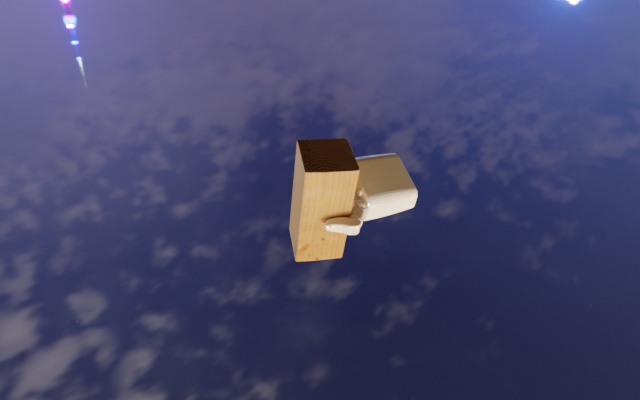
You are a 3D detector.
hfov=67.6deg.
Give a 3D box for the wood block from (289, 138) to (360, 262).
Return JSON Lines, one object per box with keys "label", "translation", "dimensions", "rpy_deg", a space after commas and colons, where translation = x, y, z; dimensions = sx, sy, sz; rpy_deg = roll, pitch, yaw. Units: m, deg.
{"label": "wood block", "translation": [0.001, 0.003, 0.834], "dimensions": [0.090, 0.206, 0.090], "rpy_deg": [-3, 42, -12]}
